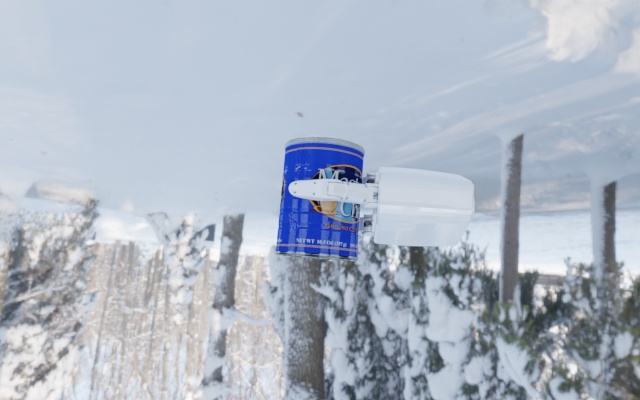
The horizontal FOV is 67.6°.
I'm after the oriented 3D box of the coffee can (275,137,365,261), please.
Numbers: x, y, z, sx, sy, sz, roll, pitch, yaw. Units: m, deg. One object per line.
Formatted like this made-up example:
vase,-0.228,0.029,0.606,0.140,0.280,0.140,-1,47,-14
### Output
coffee can,0.000,0.002,0.599,0.103,0.140,0.103,5,-8,1
